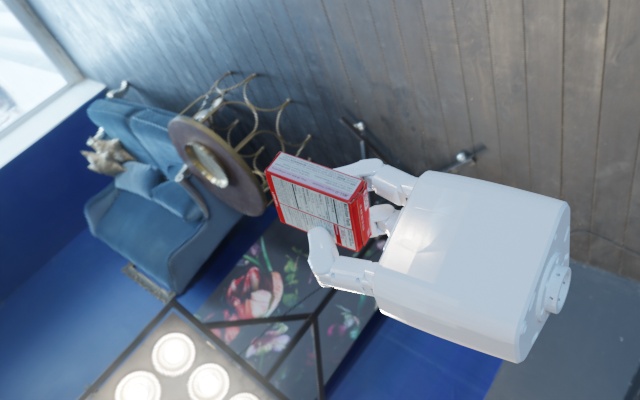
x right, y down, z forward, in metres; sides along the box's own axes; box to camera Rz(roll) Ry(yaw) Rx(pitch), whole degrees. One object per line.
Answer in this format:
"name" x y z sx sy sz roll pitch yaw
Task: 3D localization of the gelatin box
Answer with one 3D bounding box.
"gelatin box" 0.000 0.002 0.424 0.089 0.030 0.073 20 -33 24
